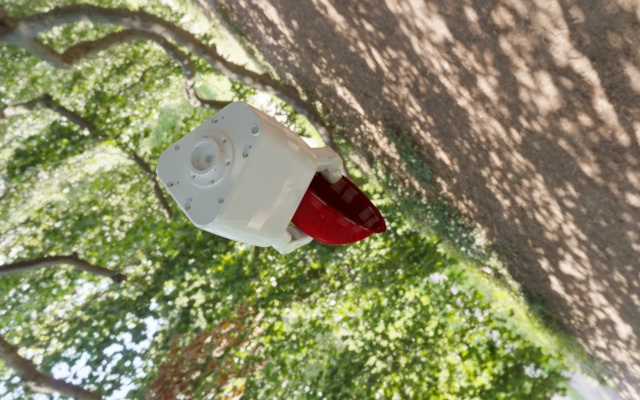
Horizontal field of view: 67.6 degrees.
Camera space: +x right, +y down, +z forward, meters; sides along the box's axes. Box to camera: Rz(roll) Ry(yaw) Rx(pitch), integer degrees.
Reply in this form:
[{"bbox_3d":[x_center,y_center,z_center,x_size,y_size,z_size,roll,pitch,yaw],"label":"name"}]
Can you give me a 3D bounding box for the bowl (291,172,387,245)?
[{"bbox_3d":[0.001,0.003,0.571,0.162,0.055,0.162,35,17,-12],"label":"bowl"}]
